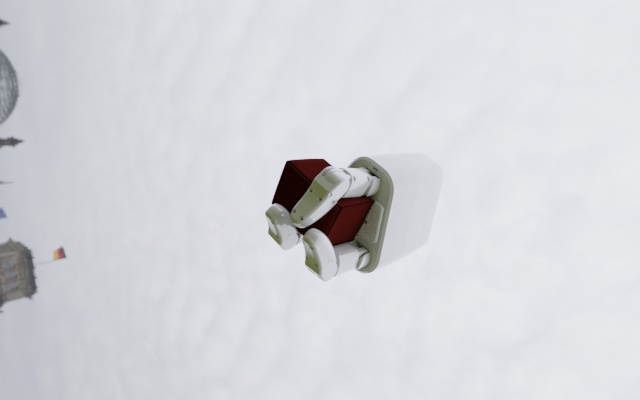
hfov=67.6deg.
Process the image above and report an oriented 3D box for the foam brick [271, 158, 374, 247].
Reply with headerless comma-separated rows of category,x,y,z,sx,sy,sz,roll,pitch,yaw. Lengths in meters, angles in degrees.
foam brick,0.000,0.001,0.463,0.051,0.053,0.078,-12,45,-47
